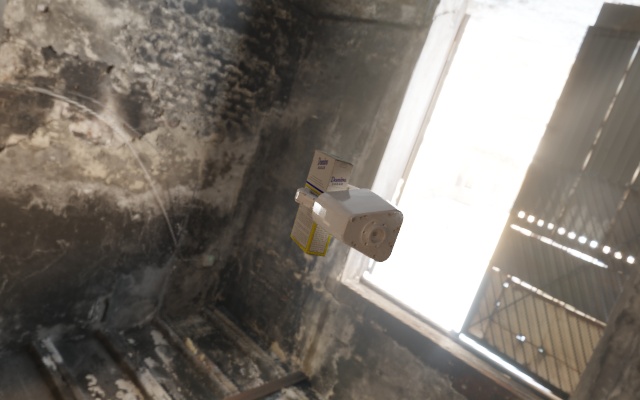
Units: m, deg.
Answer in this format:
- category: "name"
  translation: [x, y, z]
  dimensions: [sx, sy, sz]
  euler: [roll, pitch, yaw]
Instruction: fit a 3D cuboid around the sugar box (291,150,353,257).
- category: "sugar box"
  translation: [0.001, 0.003, 0.873]
  dimensions: [0.048, 0.176, 0.093]
  euler: [15, 11, -27]
